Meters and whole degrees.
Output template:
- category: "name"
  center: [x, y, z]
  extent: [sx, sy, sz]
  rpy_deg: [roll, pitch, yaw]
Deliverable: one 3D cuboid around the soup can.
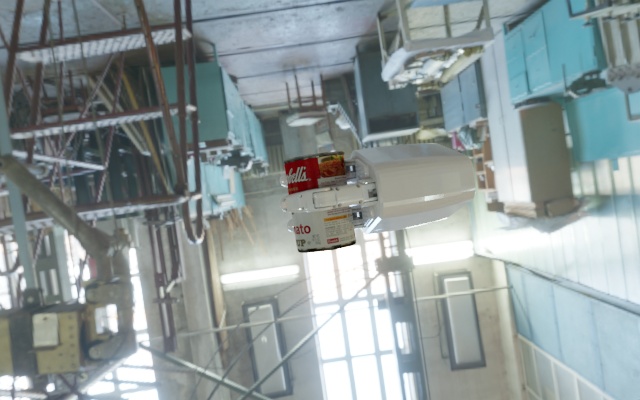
- category: "soup can"
  center: [0.000, 0.002, 0.527]
  extent: [0.068, 0.102, 0.068]
  rpy_deg: [-8, 1, 0]
